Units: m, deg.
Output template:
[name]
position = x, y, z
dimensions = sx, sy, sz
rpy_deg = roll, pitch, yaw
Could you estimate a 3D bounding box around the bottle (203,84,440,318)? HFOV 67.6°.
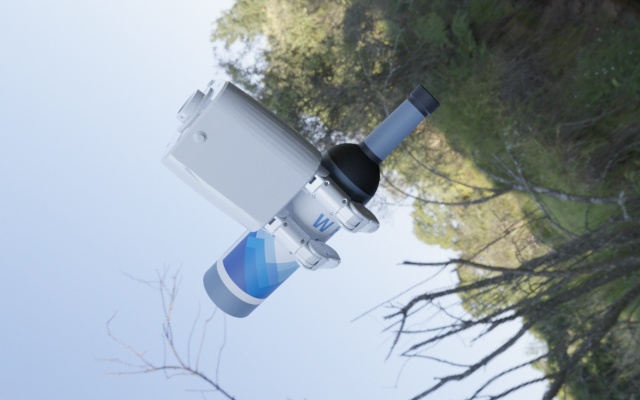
[bottle]
position = 0.000, 0.002, 0.480
dimensions = 0.296, 0.069, 0.069
rpy_deg = -44, -15, 16
